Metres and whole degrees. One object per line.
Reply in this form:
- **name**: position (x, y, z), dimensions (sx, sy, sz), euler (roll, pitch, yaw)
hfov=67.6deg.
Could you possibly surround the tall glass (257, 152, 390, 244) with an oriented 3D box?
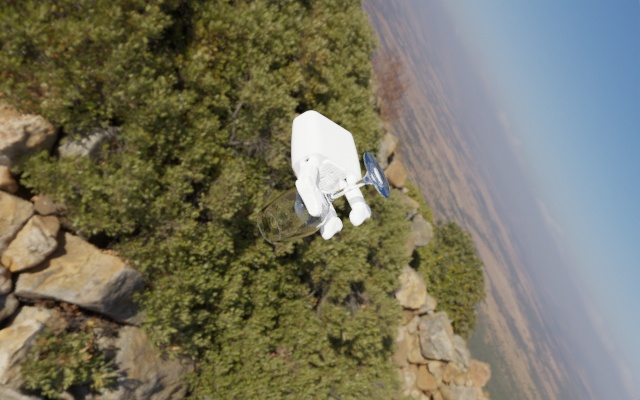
- **tall glass**: position (0.001, 0.002, 0.728), dimensions (0.201, 0.079, 0.079), euler (-26, -10, 22)
